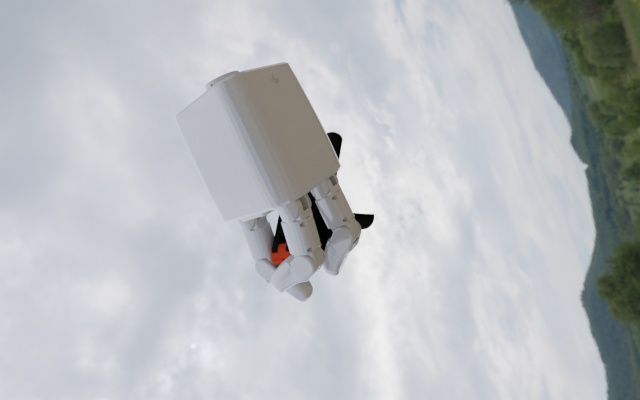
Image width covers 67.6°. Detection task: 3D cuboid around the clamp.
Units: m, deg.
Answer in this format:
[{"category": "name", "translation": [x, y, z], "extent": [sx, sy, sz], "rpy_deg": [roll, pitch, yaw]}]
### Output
[{"category": "clamp", "translation": [0.000, 0.002, 0.490], "extent": [0.039, 0.120, 0.171], "rpy_deg": [-18, 11, 33]}]
